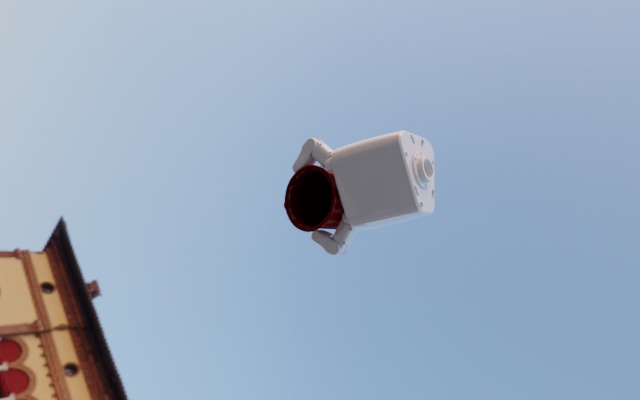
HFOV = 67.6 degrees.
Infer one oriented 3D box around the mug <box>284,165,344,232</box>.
[{"bbox_3d":[-0.001,0.003,0.696,0.117,0.093,0.081,-13,-13,38],"label":"mug"}]
